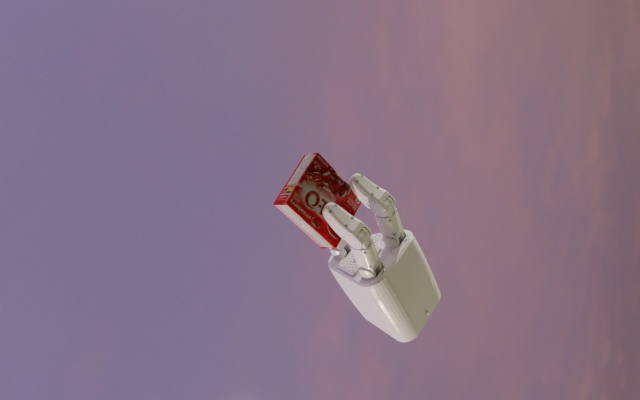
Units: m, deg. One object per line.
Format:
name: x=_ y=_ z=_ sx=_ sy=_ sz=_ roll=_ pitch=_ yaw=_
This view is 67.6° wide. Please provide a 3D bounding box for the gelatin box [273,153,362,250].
gelatin box: x=0.000 y=0.002 z=0.544 sx=0.089 sy=0.073 sz=0.030 roll=45 pitch=-27 yaw=-28
